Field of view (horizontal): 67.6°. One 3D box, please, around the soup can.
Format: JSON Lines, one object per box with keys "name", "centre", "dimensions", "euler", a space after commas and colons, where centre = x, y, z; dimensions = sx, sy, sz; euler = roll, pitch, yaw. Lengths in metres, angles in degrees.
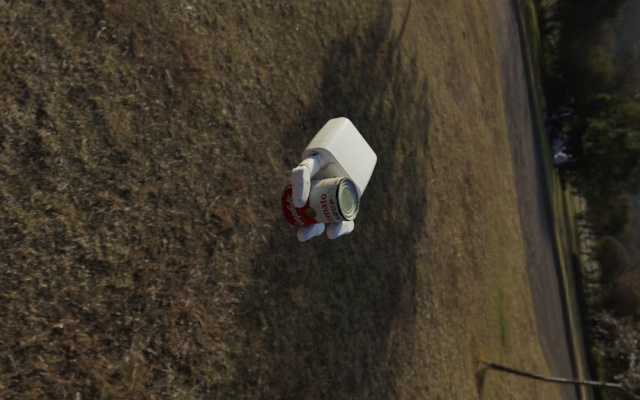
{"name": "soup can", "centre": [0.000, 0.003, 0.735], "dimensions": [0.102, 0.068, 0.068], "euler": [-6, -3, 32]}
